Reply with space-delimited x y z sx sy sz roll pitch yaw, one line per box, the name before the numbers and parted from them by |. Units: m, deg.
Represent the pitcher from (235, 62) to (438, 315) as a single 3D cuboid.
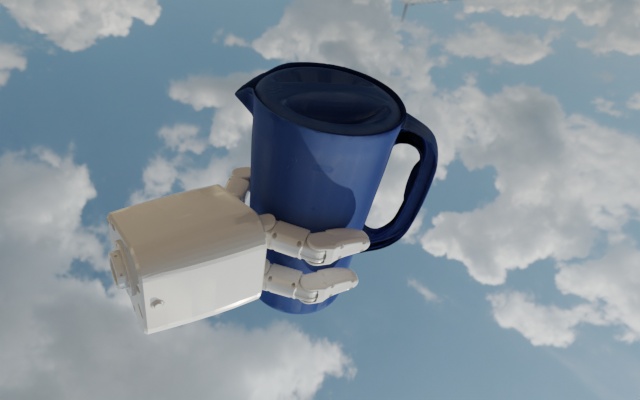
pitcher | 0.000 0.002 0.474 0.145 0.243 0.149 -16 45 -31
